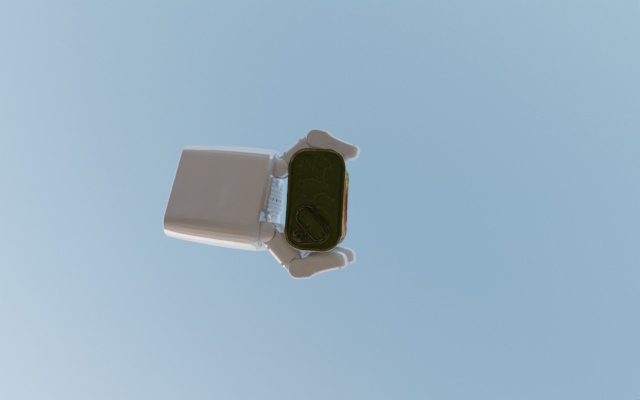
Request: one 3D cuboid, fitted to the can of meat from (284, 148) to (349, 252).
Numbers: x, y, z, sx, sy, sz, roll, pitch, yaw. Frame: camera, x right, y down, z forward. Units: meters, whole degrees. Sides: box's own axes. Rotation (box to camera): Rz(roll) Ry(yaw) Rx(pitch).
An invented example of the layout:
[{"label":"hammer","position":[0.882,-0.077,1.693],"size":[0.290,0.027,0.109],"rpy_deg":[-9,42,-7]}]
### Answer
[{"label":"can of meat","position":[0.000,0.002,0.508],"size":[0.057,0.102,0.084],"rpy_deg":[3,-3,8]}]
